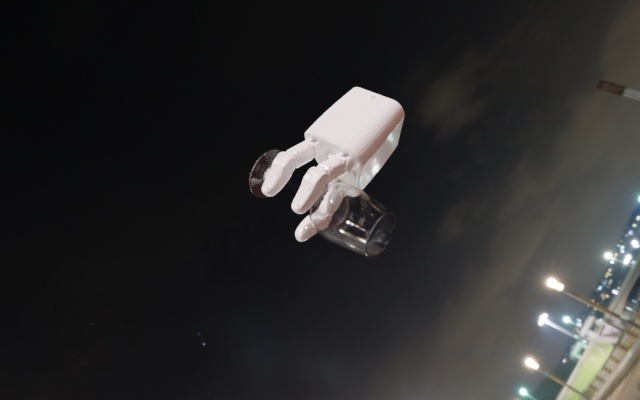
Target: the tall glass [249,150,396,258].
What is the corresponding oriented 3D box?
[{"bbox_3d":[0.000,0.002,0.628,0.201,0.079,0.079,29,17,33],"label":"tall glass"}]
